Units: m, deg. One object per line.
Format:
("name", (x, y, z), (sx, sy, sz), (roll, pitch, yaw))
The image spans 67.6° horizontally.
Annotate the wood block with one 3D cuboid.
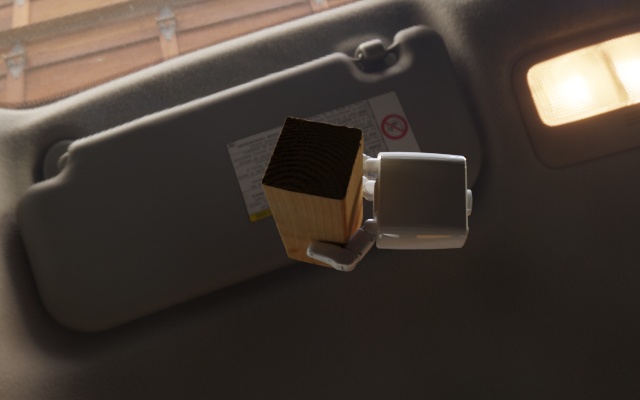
("wood block", (0.000, 0.002, 0.585), (0.090, 0.090, 0.206), (11, -27, 11))
